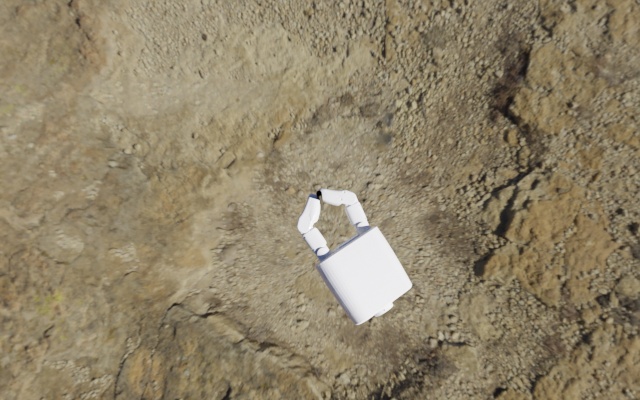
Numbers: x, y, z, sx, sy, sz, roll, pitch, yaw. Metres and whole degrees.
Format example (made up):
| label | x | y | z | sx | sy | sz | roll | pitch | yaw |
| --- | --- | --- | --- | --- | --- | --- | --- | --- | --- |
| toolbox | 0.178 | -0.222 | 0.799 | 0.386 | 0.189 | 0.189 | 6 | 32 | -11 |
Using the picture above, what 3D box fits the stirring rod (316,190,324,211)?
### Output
| label | x | y | z | sx | sy | sz | roll | pitch | yaw |
| --- | --- | --- | --- | --- | --- | --- | --- | --- | --- |
| stirring rod | 0.000 | 0.003 | 0.762 | 0.011 | 0.011 | 0.239 | 0 | -6 | 1 |
